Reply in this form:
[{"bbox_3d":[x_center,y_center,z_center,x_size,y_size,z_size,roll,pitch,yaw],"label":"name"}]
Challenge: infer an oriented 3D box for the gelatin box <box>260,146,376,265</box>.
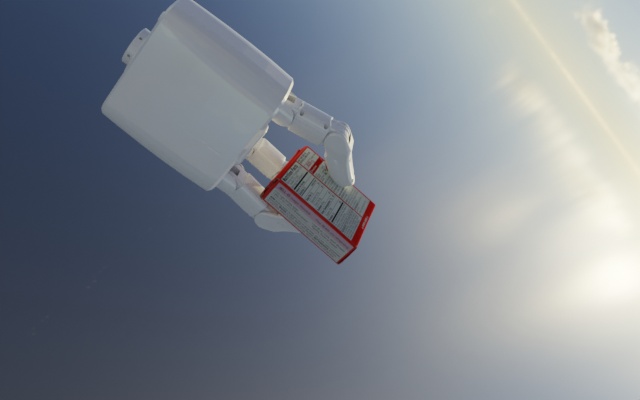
[{"bbox_3d":[0.001,0.001,0.416,0.030,0.089,0.073,-46,6,33],"label":"gelatin box"}]
